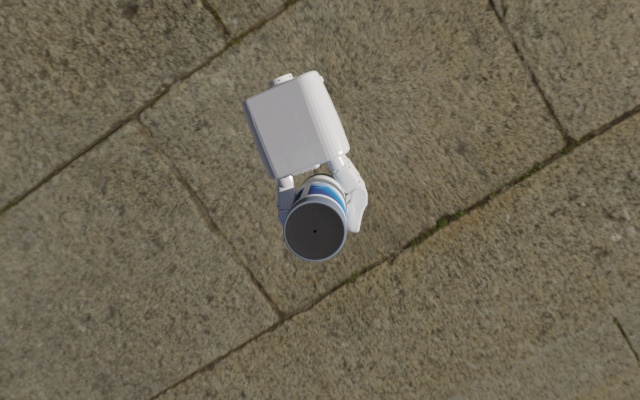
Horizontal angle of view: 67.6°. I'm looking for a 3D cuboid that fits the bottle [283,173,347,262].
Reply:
[{"bbox_3d":[0.000,0.002,0.639,0.069,0.069,0.295,0,12,2],"label":"bottle"}]
